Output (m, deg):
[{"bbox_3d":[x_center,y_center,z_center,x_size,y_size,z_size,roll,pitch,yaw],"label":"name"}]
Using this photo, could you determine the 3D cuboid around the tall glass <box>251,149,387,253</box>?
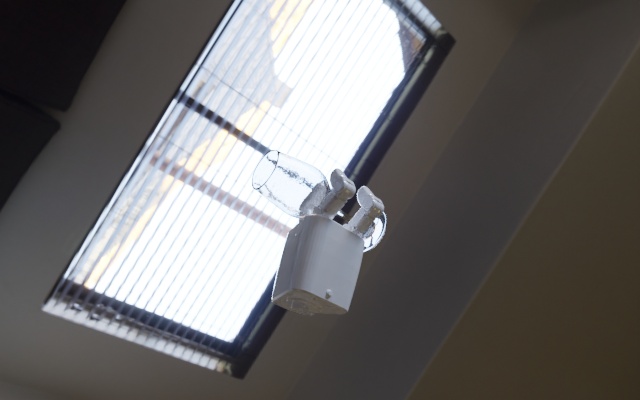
[{"bbox_3d":[0.001,0.002,0.686,0.201,0.079,0.079,31,-16,-29],"label":"tall glass"}]
